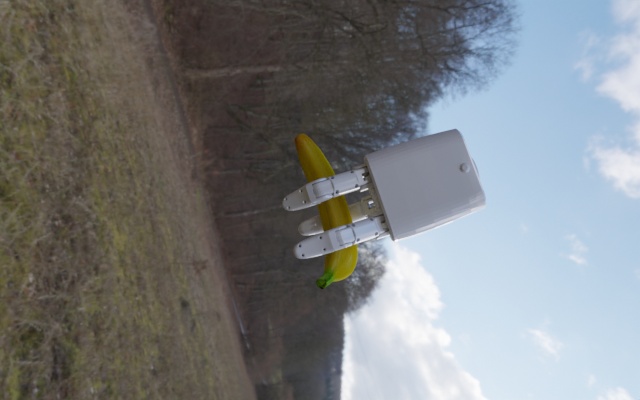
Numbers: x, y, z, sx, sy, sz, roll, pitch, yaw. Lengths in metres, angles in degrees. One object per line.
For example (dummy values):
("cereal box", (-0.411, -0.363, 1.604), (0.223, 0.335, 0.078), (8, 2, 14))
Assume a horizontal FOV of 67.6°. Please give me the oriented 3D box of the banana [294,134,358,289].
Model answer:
("banana", (0.010, 0.011, 0.557), (0.037, 0.197, 0.070), (-23, -31, 20))
